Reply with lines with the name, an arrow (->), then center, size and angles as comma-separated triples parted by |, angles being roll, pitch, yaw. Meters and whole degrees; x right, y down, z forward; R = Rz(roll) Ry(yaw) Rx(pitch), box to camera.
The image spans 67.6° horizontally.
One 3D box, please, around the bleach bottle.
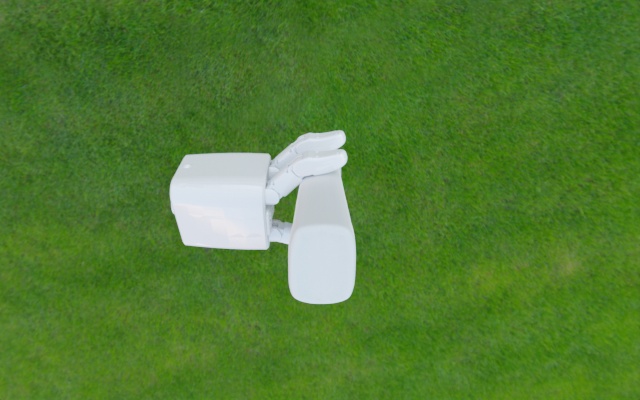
bleach bottle -> 0.000, 0.002, 0.574 | 0.068, 0.103, 0.250 | 1, 30, -1
